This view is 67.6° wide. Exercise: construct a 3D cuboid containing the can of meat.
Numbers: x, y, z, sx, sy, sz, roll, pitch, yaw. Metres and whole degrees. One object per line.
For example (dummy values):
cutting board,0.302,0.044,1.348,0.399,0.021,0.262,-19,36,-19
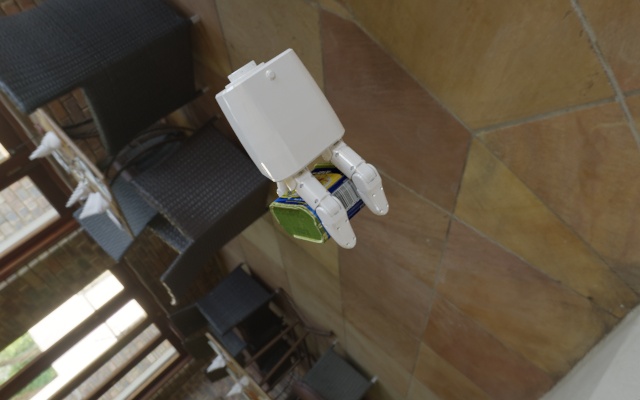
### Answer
can of meat,0.000,0.002,0.559,0.084,0.057,0.102,-41,22,-24
